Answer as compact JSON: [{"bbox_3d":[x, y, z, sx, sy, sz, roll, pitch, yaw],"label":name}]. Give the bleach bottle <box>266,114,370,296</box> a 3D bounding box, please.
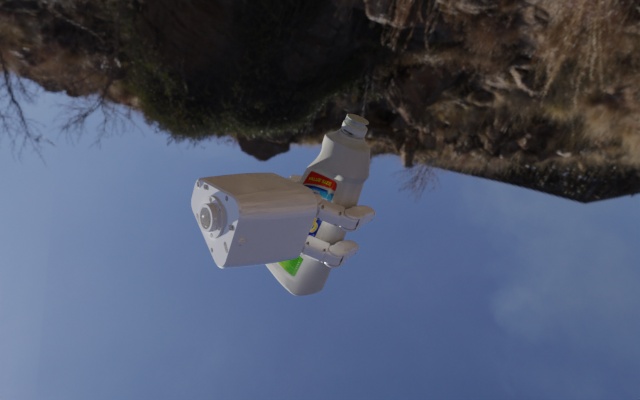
[{"bbox_3d":[0.000,0.002,0.634,0.068,0.251,0.102,-4,36,-41],"label":"bleach bottle"}]
